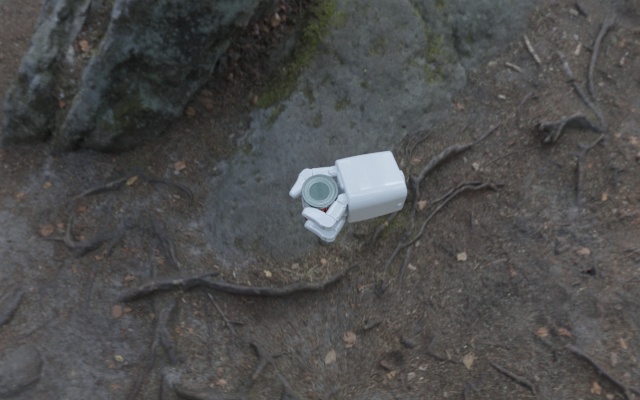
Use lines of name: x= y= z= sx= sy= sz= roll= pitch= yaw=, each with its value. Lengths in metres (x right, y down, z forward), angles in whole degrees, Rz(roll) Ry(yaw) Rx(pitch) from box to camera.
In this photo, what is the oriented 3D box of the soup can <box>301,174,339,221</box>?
soup can: x=0.000 y=0.003 z=0.878 sx=0.068 sy=0.068 sz=0.102 roll=0 pitch=-23 yaw=1
